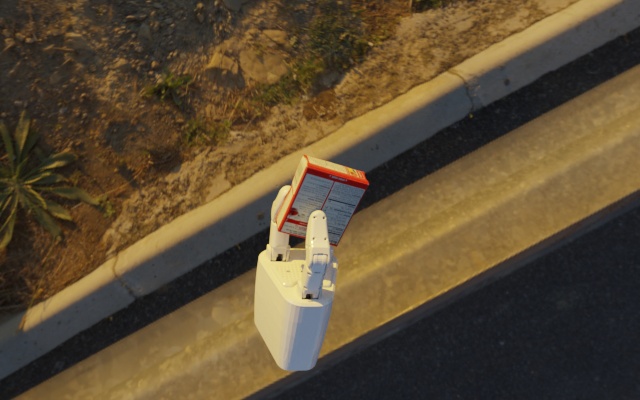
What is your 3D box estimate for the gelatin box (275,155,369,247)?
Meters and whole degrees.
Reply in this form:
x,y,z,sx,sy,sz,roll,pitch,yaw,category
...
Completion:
x,y,z,sx,sy,sz,roll,pitch,yaw,category
0.000,0.002,0.519,0.073,0.089,0.030,15,29,-20,gelatin box
